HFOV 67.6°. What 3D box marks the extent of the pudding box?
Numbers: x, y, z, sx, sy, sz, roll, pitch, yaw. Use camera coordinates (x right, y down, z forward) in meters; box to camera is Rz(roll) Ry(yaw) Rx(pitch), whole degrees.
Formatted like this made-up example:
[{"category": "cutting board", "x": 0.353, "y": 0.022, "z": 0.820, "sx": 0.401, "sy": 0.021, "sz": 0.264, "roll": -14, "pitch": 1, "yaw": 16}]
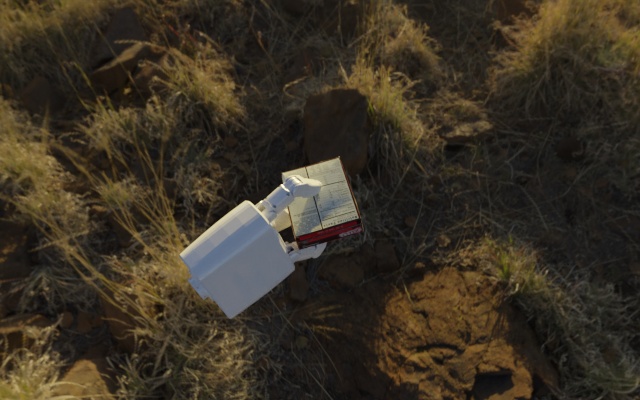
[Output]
[{"category": "pudding box", "x": 0.000, "y": 0.002, "z": 0.645, "sx": 0.090, "sy": 0.113, "sz": 0.039, "roll": -15, "pitch": -33, "yaw": -1}]
